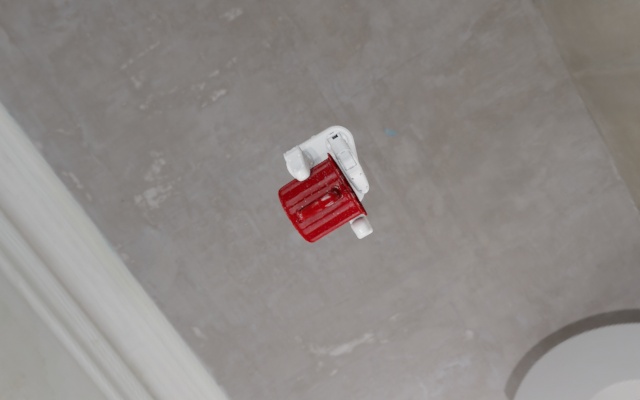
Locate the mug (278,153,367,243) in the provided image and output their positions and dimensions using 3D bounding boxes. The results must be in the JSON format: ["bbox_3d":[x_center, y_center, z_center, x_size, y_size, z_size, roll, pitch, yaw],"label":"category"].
[{"bbox_3d":[0.000,0.002,0.589,0.081,0.093,0.117,-32,6,6],"label":"mug"}]
